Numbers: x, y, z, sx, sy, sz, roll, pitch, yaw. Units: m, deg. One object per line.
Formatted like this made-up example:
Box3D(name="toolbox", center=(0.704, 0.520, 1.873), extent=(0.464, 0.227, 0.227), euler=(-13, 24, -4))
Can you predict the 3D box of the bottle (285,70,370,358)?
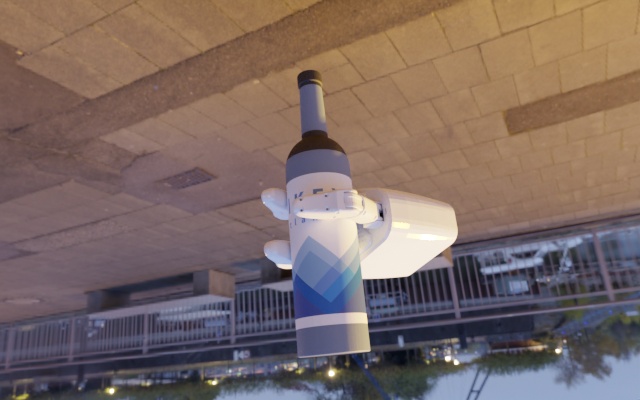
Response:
Box3D(name="bottle", center=(0.000, 0.002, 0.482), extent=(0.069, 0.295, 0.069), euler=(-5, -19, -2))
